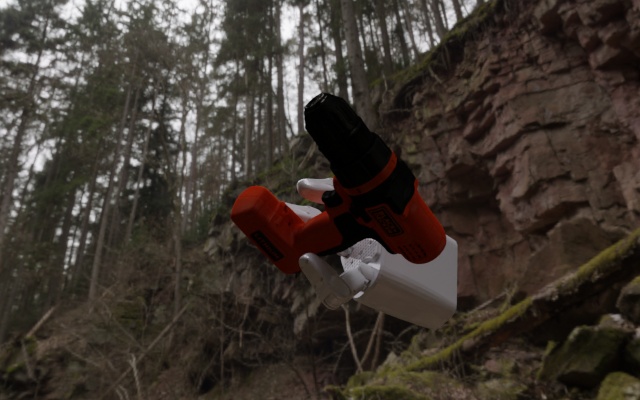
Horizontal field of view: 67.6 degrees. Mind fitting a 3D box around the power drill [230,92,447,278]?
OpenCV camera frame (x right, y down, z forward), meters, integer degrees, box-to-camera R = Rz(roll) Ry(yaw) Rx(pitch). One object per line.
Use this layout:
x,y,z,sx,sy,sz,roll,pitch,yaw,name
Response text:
0.000,0.002,0.454,0.188,0.184,0.057,-18,31,42,power drill
